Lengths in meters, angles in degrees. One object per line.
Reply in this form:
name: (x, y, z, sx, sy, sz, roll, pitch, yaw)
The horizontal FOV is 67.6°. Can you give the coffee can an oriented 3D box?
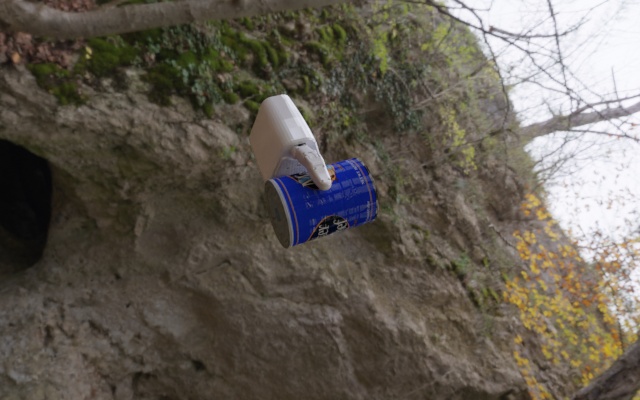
coffee can: (0.000, 0.002, 0.706, 0.140, 0.103, 0.103, -16, 5, -18)
